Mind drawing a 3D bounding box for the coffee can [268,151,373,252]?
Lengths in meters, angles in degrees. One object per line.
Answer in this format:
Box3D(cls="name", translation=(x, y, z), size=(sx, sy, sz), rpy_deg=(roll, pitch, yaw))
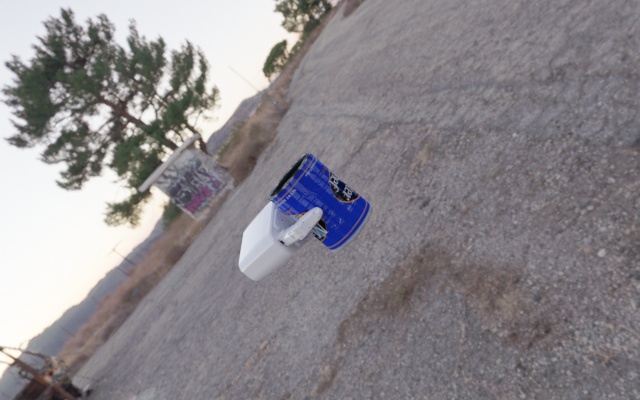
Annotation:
Box3D(cls="coffee can", translation=(0.000, 0.003, 0.782), size=(0.140, 0.103, 0.103), rpy_deg=(40, -10, -12))
